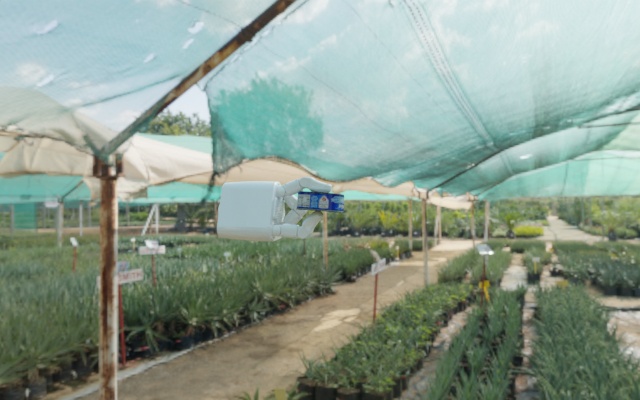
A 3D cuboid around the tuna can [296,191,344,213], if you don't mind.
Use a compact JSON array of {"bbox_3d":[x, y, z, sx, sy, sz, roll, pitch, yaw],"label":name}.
[{"bbox_3d":[0.000,0.002,0.859,0.086,0.034,0.086,4,-1,0],"label":"tuna can"}]
